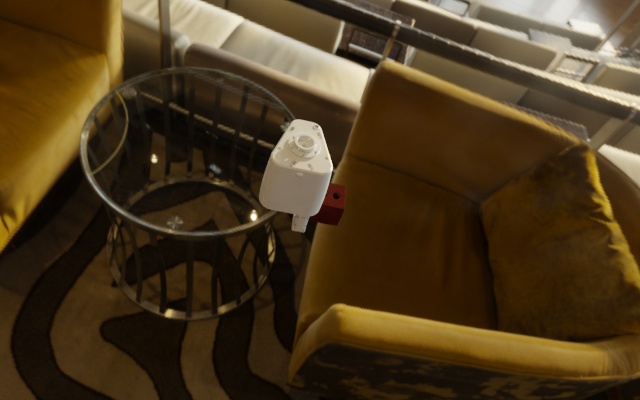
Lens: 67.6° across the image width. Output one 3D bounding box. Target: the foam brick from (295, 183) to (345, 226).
[{"bbox_3d":[0.000,0.003,0.818,0.078,0.053,0.051,11,-39,-8],"label":"foam brick"}]
